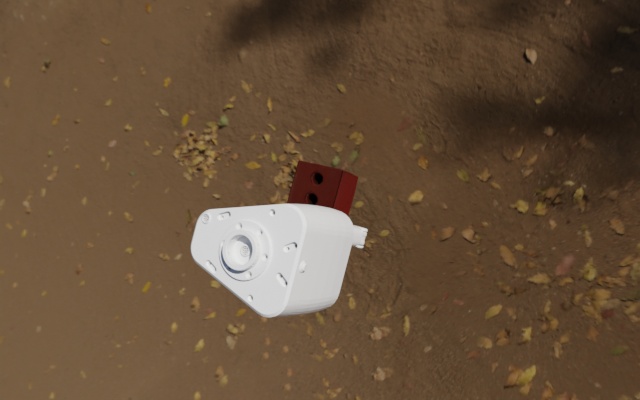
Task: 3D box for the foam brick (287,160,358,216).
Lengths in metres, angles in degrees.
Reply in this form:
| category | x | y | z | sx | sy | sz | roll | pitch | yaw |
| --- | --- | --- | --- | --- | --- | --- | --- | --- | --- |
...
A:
| category | x | y | z | sx | sy | sz | roll | pitch | yaw |
| --- | --- | --- | --- | --- | --- | --- | --- | --- | --- |
| foam brick | 0.000 | 0.001 | 0.509 | 0.053 | 0.078 | 0.051 | 14 | 0 | 24 |
